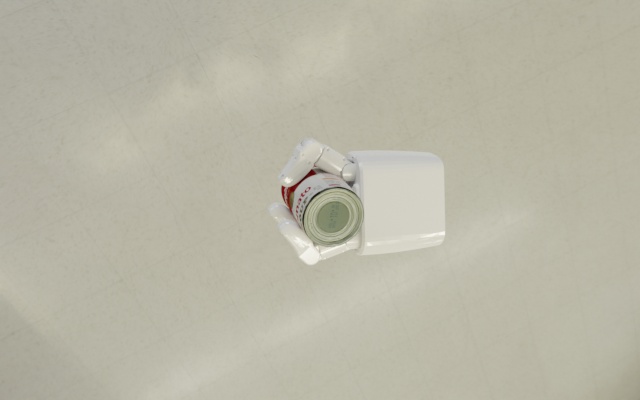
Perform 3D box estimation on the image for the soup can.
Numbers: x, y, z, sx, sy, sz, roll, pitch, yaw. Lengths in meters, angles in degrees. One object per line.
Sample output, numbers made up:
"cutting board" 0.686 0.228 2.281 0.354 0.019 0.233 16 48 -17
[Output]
"soup can" 0.000 0.002 0.528 0.068 0.068 0.102 0 20 -17
